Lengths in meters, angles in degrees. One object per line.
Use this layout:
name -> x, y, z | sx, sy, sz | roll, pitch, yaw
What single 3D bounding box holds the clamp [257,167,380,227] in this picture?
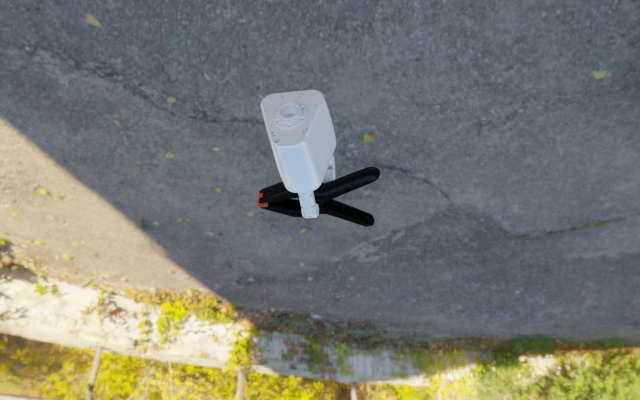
clamp -> 0.000, 0.003, 0.815 | 0.210, 0.036, 0.165 | -4, -33, 8
